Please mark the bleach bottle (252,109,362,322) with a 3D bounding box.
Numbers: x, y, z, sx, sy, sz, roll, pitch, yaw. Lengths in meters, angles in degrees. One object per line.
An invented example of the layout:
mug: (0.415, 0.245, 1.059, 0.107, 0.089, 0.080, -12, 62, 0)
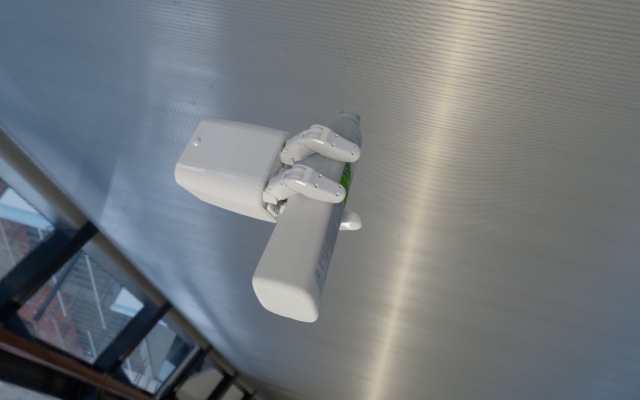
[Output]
bleach bottle: (0.000, 0.002, 0.546, 0.068, 0.250, 0.103, 13, -30, 12)
